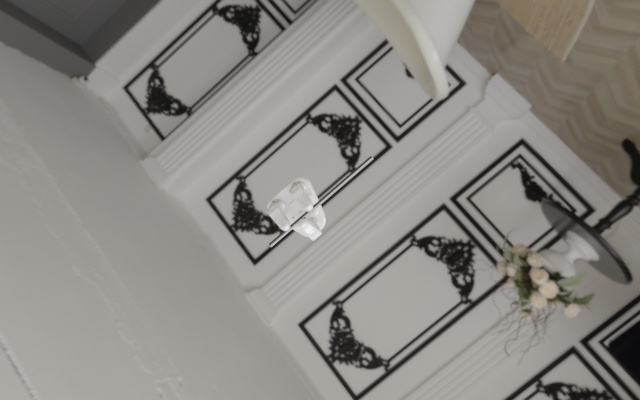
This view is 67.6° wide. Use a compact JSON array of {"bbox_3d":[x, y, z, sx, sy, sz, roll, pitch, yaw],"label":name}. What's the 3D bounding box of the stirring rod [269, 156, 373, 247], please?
[{"bbox_3d":[0.000,0.003,0.849,0.239,0.011,0.011,-41,-5,5],"label":"stirring rod"}]
